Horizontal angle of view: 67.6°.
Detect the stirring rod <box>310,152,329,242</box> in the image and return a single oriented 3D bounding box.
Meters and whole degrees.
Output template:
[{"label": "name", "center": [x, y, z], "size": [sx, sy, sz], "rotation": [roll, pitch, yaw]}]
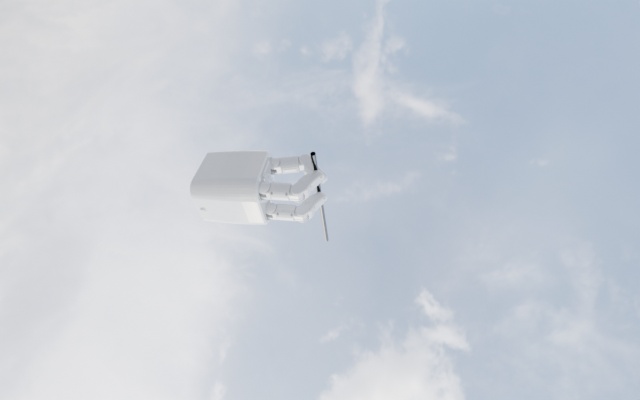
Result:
[{"label": "stirring rod", "center": [0.000, 0.002, 0.783], "size": [0.011, 0.011, 0.240], "rotation": [0, -35, 6]}]
